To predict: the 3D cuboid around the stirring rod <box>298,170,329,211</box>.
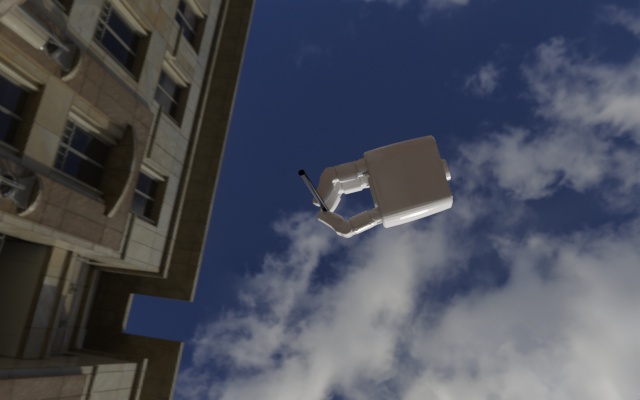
[{"bbox_3d":[0.000,0.002,0.690,0.011,0.011,0.240,0,-17,12],"label":"stirring rod"}]
